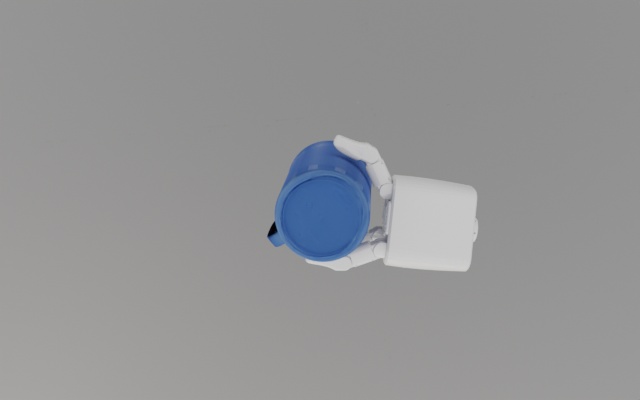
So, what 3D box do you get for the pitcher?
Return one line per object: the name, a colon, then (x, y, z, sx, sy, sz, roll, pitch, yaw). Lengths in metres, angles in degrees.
pitcher: (0.000, 0.002, 0.644, 0.145, 0.149, 0.242, 7, 12, 2)
